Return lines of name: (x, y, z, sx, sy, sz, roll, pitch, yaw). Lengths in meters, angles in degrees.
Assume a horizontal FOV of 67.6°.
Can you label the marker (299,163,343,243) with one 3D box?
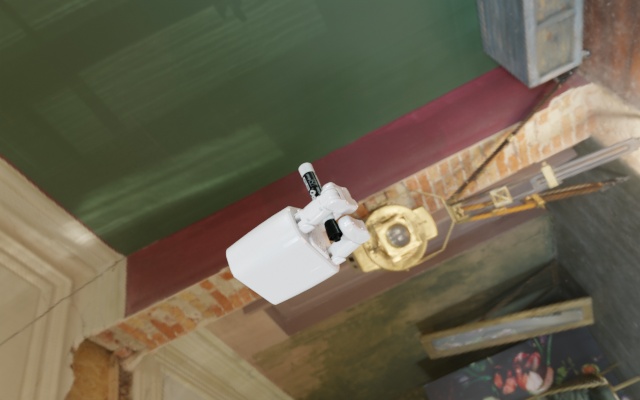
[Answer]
marker: (0.000, 0.002, 0.610, 0.020, 0.121, 0.020, -17, -33, -11)
